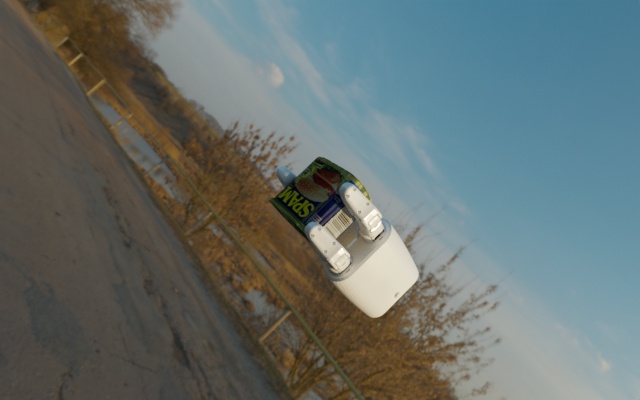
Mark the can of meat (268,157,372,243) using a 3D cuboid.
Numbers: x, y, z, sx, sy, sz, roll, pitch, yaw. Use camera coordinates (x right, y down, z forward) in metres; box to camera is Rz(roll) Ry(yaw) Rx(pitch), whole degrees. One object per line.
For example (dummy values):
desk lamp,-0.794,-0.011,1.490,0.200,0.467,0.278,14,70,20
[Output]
can of meat,0.000,0.002,0.560,0.057,0.084,0.102,51,-8,-36
